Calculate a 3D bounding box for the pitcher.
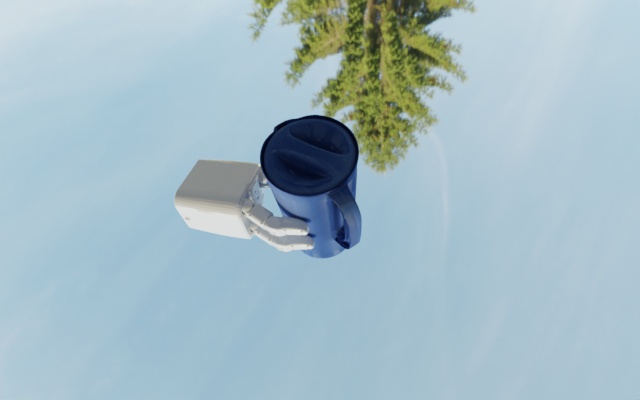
[{"bbox_3d":[0.000,0.002,0.727,0.145,0.149,0.243,6,-30,10],"label":"pitcher"}]
